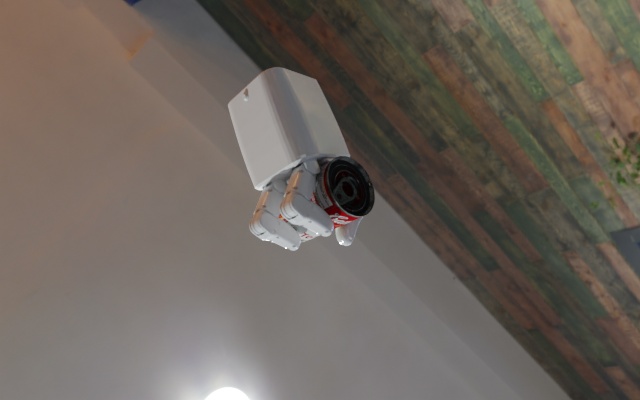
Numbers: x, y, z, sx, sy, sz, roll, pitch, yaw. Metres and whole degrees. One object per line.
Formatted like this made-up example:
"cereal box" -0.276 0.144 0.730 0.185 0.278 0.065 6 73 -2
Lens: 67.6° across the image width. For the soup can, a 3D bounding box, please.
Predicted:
"soup can" 0.000 0.002 0.530 0.068 0.068 0.102 0 -20 -44
